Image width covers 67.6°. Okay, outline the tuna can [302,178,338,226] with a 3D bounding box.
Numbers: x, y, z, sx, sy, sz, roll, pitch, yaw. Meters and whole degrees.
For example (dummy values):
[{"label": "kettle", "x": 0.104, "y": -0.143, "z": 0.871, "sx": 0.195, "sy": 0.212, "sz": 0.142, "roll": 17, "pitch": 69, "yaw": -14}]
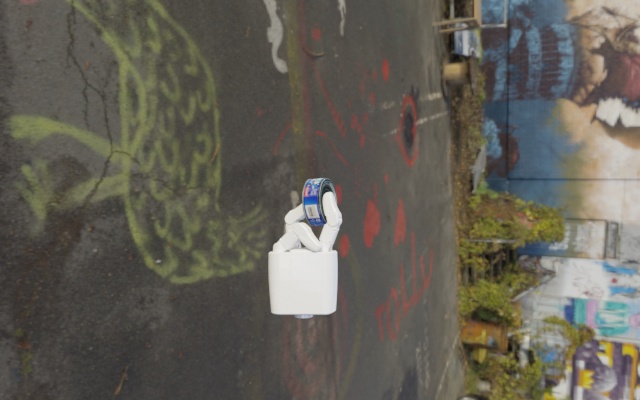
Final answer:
[{"label": "tuna can", "x": 0.001, "y": 0.003, "z": 0.853, "sx": 0.034, "sy": 0.086, "sz": 0.086, "roll": -5, "pitch": -2, "yaw": 24}]
